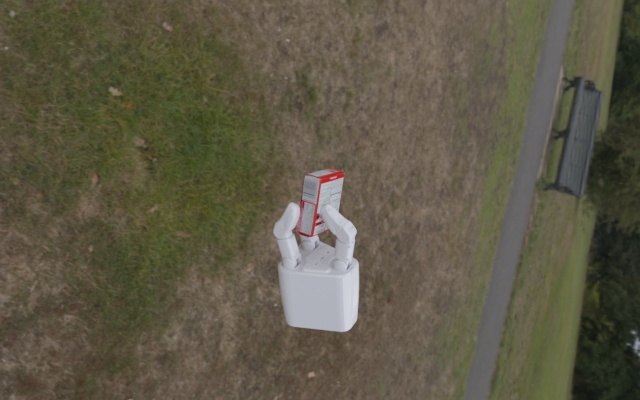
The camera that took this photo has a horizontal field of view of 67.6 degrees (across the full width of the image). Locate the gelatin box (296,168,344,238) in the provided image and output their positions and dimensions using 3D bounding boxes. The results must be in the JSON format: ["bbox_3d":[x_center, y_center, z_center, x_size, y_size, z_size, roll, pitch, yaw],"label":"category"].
[{"bbox_3d":[0.001,0.002,0.689,0.030,0.089,0.073,17,18,26],"label":"gelatin box"}]
